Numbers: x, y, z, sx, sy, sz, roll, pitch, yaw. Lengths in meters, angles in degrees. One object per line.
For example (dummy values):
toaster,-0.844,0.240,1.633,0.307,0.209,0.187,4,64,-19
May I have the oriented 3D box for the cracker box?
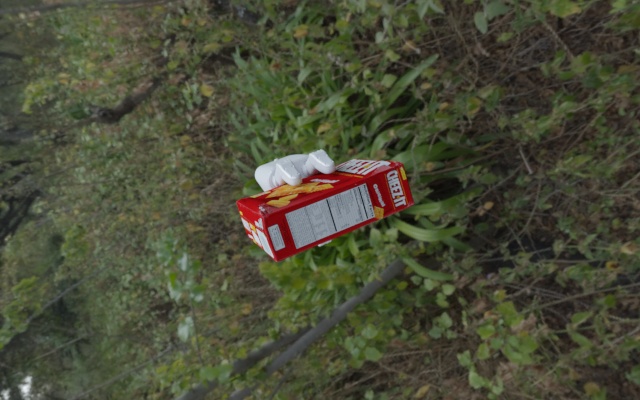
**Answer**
cracker box,0.000,0.003,0.699,0.213,0.072,0.164,-22,14,-17
